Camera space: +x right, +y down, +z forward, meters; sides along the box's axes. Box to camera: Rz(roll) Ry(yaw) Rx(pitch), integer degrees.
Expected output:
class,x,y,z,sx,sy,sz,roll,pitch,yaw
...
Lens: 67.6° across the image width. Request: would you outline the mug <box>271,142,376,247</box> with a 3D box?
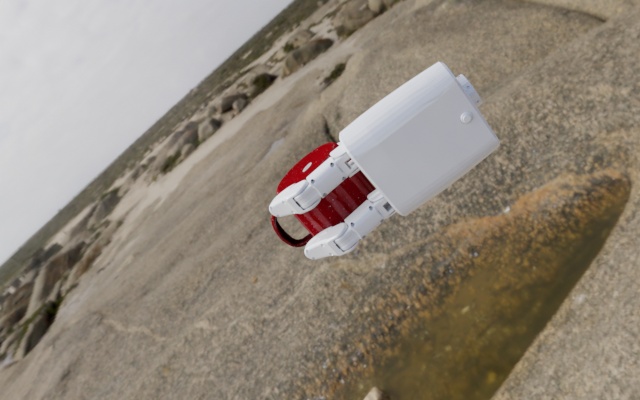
class,x,y,z,sx,sy,sz,roll,pitch,yaw
mug,-0.001,0.002,0.496,0.117,0.081,0.093,-37,18,15
